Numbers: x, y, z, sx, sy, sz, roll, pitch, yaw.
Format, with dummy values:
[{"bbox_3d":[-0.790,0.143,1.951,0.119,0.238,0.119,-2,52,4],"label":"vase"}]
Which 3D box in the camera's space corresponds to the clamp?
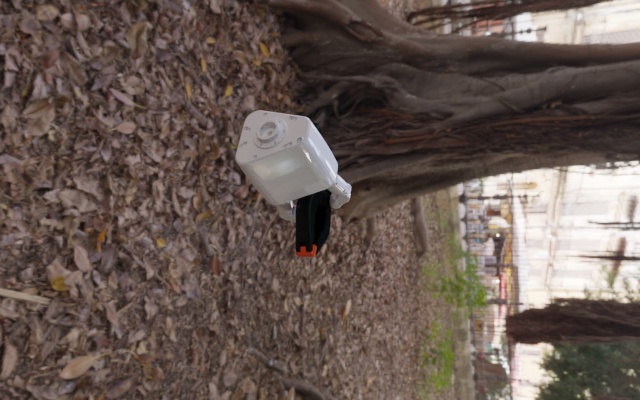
[{"bbox_3d":[0.001,0.003,0.778,0.036,0.210,0.165,-4,-31,23],"label":"clamp"}]
